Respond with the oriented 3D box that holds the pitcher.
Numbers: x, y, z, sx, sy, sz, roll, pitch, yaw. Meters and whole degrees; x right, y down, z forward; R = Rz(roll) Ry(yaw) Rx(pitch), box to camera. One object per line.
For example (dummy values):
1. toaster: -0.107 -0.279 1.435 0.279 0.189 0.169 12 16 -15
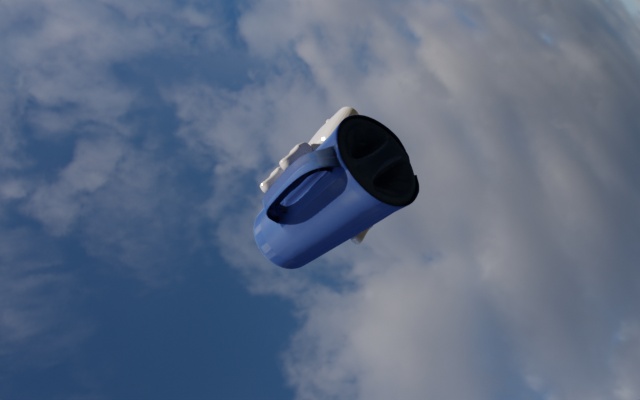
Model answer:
1. pitcher: 0.000 0.002 0.657 0.149 0.145 0.243 39 -47 -12
